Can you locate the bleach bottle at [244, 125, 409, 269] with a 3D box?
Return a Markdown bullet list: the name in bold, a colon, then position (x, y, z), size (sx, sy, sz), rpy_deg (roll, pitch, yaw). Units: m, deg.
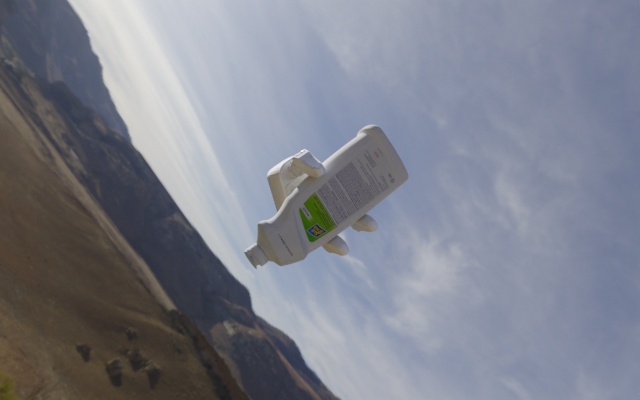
- **bleach bottle**: position (0.000, 0.002, 0.664), size (0.251, 0.102, 0.068), rpy_deg (-36, 8, -16)
